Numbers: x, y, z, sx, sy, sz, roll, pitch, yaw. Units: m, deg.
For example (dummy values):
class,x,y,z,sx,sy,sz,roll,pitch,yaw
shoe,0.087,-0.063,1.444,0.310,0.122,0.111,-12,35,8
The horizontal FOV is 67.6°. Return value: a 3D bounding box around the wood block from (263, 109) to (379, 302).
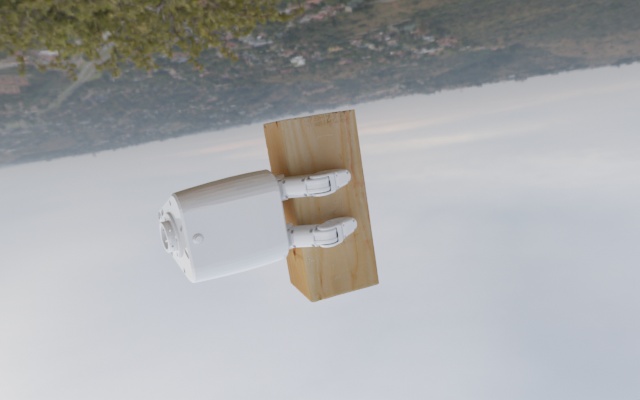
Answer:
class,x,y,z,sx,sy,sz,roll,pitch,yaw
wood block,0.000,0.002,0.576,0.090,0.206,0.091,-12,10,-19
